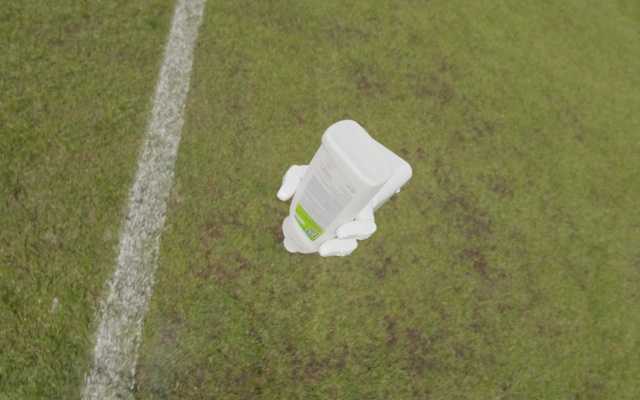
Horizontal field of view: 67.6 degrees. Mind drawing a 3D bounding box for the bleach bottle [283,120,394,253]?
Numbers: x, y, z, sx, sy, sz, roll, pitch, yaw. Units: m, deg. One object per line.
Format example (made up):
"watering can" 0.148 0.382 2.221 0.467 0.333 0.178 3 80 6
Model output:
"bleach bottle" 0.000 0.002 0.687 0.068 0.102 0.251 -32 -12 -39
